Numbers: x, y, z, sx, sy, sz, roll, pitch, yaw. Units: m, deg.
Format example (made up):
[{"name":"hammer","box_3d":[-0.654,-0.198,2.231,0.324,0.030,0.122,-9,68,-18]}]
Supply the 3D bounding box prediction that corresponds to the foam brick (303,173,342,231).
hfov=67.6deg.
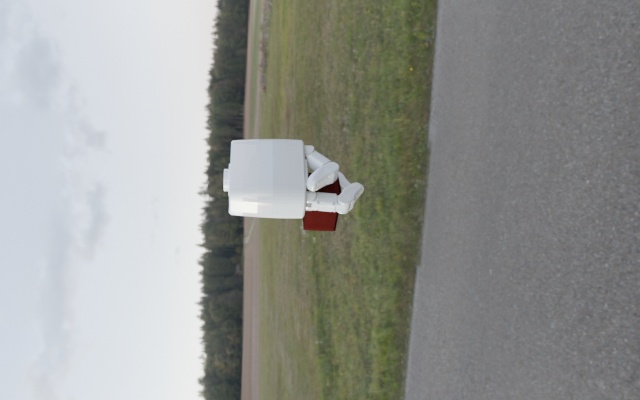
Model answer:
[{"name":"foam brick","box_3d":[0.000,0.003,0.732,0.051,0.078,0.053,0,44,-9]}]
